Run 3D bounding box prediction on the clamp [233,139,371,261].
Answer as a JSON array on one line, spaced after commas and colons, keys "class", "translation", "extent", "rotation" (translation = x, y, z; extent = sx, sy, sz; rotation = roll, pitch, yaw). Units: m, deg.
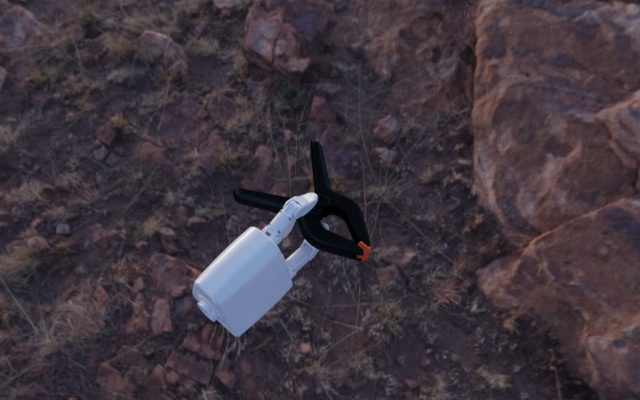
[{"class": "clamp", "translation": [0.000, 0.002, 0.699], "extent": [0.210, 0.164, 0.036], "rotation": [37, -28, 19]}]
